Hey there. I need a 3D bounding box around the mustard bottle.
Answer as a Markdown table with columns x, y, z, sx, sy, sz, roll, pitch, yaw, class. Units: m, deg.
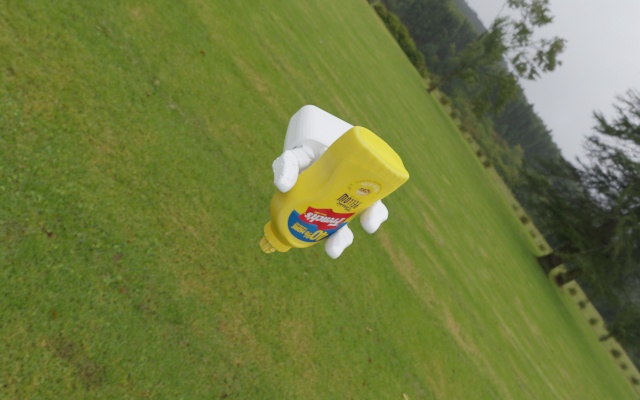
| x | y | z | sx | sy | sz | roll | pitch | yaw | class |
| --- | --- | --- | --- | --- | --- | --- | --- | --- | --- |
| 0.000 | 0.002 | 0.546 | 0.192 | 0.058 | 0.096 | -38 | -38 | 23 | mustard bottle |
